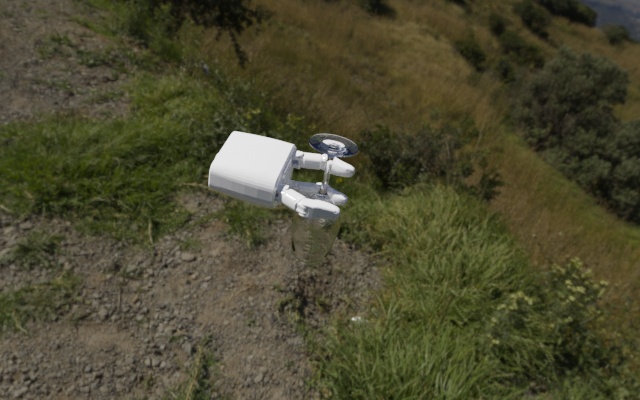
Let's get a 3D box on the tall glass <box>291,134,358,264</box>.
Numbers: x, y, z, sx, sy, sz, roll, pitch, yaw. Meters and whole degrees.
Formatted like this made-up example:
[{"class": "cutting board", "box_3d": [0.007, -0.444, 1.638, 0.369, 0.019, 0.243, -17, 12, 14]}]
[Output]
[{"class": "tall glass", "box_3d": [0.000, 0.002, 0.746, 0.079, 0.201, 0.079, 9, 30, -5]}]
